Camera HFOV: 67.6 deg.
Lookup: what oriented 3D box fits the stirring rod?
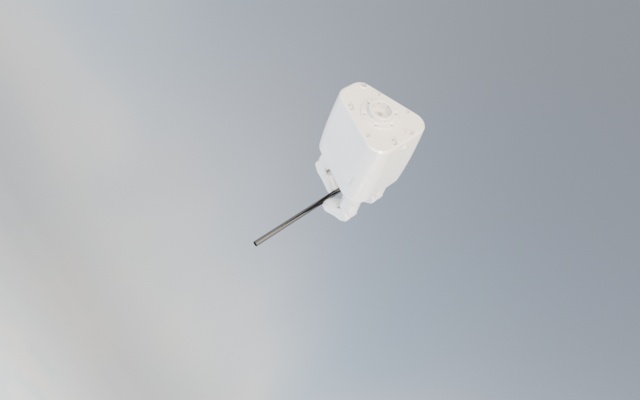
[{"bbox_3d":[0.000,0.002,0.706,0.239,0.011,0.011,-33,17,-29],"label":"stirring rod"}]
